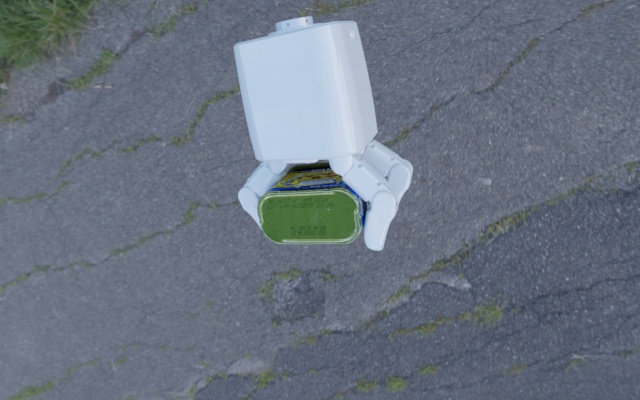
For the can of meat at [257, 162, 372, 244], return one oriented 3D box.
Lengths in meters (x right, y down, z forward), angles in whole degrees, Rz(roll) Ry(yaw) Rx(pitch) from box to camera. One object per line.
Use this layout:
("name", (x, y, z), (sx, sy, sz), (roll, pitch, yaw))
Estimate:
("can of meat", (0.000, 0.002, 0.459), (0.102, 0.057, 0.084), (-3, 19, 19))
